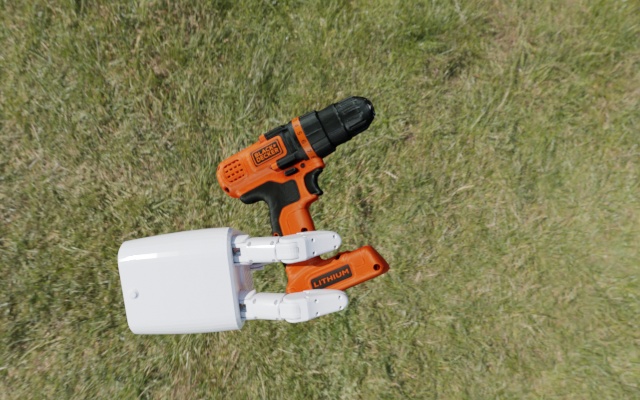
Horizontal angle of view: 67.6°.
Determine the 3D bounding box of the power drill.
[{"bbox_3d":[0.000,0.002,0.499,0.184,0.187,0.057,-27,-14,12],"label":"power drill"}]
